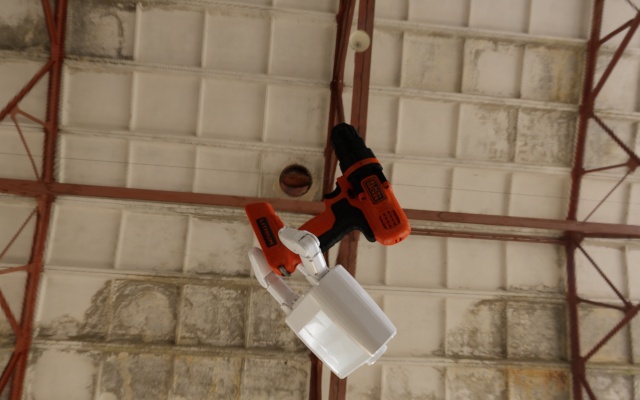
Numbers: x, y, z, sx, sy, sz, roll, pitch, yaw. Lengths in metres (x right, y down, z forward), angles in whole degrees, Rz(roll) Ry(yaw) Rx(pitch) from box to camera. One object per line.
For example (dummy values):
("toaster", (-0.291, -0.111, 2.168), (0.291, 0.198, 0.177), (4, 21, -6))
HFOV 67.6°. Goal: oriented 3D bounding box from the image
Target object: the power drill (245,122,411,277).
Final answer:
("power drill", (0.000, 0.003, 0.627), (0.187, 0.184, 0.057), (-26, -24, 1))
